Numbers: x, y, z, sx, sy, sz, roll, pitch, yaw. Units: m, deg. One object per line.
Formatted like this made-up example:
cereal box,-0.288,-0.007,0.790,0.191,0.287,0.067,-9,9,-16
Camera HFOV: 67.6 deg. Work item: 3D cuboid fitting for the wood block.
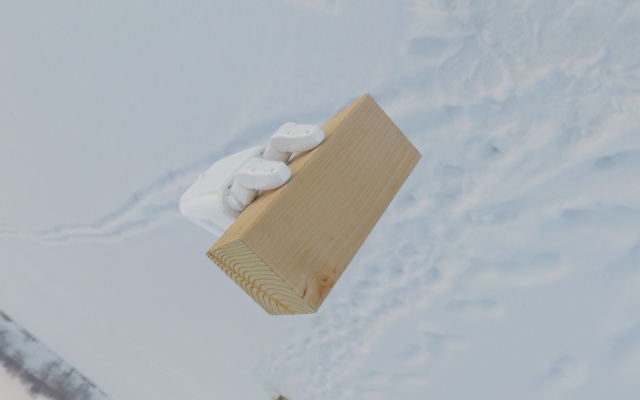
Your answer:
wood block,0.000,0.002,0.466,0.206,0.091,0.090,-52,16,-31
